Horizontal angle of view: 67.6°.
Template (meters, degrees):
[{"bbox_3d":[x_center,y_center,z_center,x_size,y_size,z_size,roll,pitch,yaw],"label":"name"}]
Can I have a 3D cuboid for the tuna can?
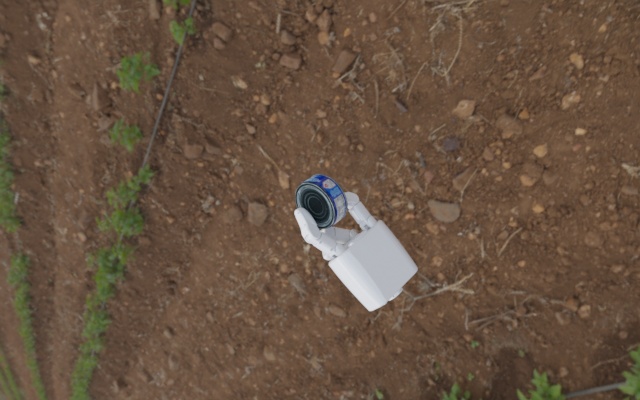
[{"bbox_3d":[0.000,0.003,0.773,0.086,0.086,0.033,0,25,44],"label":"tuna can"}]
